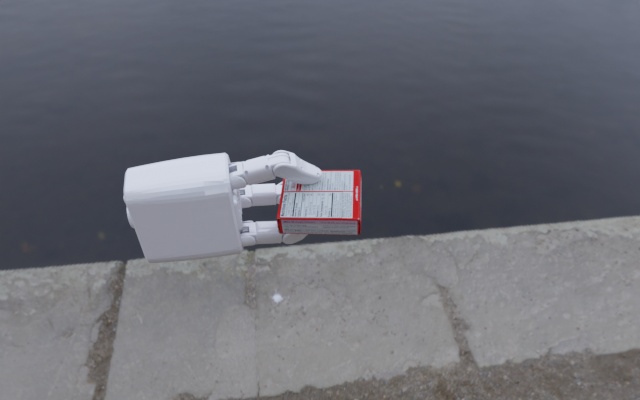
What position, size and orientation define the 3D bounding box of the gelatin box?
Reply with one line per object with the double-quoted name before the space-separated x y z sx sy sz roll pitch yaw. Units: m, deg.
"gelatin box" 0.000 0.001 0.524 0.089 0.073 0.030 0 -42 5
